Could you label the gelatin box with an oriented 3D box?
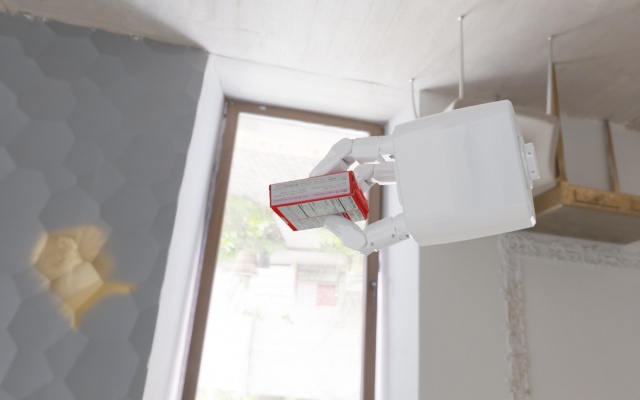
[{"bbox_3d":[0.000,0.002,0.498,0.089,0.030,0.073,-10,-25,13],"label":"gelatin box"}]
